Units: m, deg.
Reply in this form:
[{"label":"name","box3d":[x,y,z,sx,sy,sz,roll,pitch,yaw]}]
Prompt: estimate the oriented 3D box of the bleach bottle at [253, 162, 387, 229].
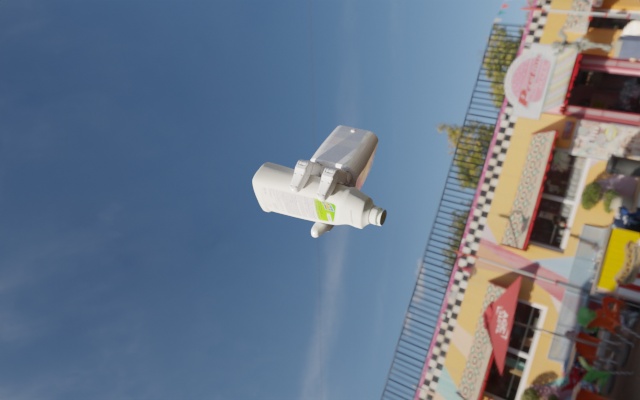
[{"label":"bleach bottle","box3d":[0.000,0.003,0.865,0.251,0.068,0.103,17,-35,27]}]
